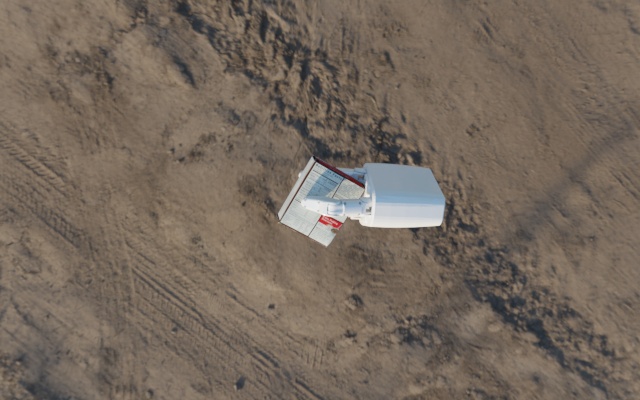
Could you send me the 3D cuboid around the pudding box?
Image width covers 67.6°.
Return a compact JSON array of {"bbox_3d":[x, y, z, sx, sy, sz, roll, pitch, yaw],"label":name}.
[{"bbox_3d":[0.000,0.002,0.716,0.090,0.113,0.039,29,11,-14],"label":"pudding box"}]
